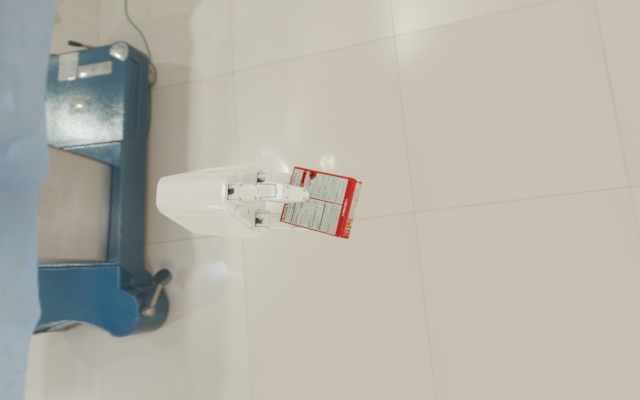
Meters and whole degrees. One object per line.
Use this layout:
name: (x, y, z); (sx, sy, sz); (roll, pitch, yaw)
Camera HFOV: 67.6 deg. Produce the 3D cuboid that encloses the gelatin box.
gelatin box: (0.000, 0.002, 0.592); (0.089, 0.073, 0.030); (13, -2, 27)
